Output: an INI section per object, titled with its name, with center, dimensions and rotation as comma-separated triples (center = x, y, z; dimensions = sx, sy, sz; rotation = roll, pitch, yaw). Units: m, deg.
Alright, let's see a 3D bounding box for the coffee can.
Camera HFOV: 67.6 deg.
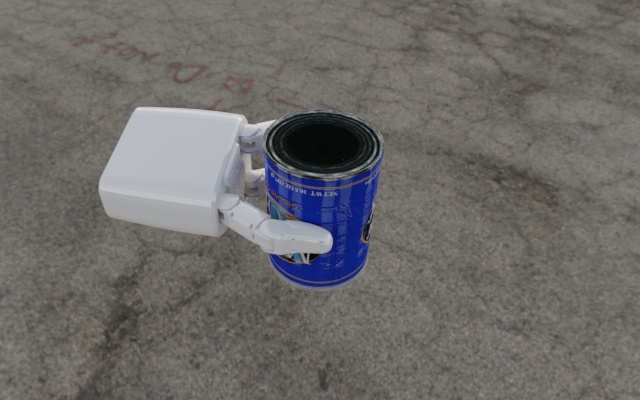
[coffee can]
center = 0.000, 0.002, 0.446
dimensions = 0.103, 0.140, 0.102
rotation = 2, 41, -1
